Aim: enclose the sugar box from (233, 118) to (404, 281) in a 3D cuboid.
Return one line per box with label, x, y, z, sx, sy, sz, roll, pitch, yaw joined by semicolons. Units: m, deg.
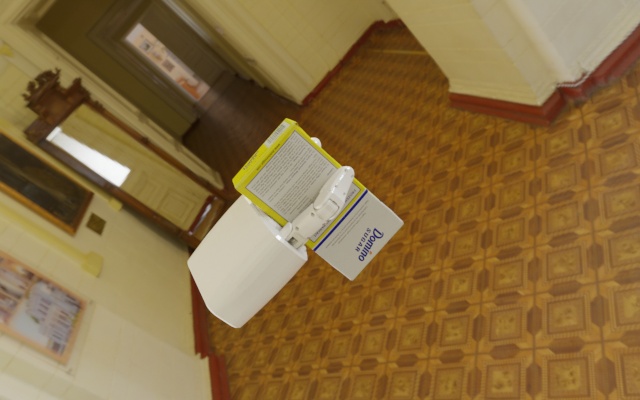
sugar box;0.000;0.002;0.533;0.176;0.093;0.048;41;2;-24
